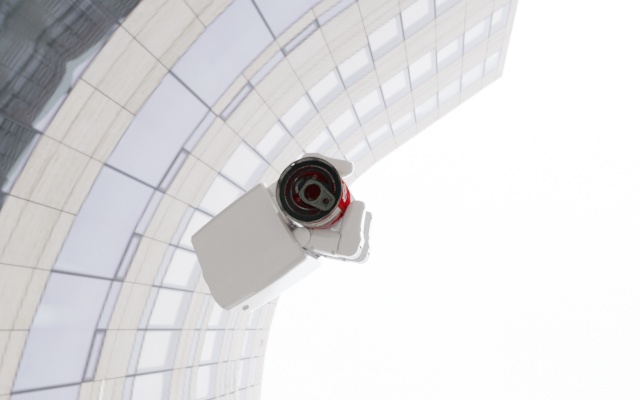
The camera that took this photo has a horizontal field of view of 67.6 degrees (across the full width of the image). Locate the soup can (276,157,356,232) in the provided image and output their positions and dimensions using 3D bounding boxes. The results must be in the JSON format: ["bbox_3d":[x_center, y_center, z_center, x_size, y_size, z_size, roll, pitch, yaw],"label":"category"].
[{"bbox_3d":[0.000,0.001,0.515,0.068,0.068,0.102,0,-15,14],"label":"soup can"}]
